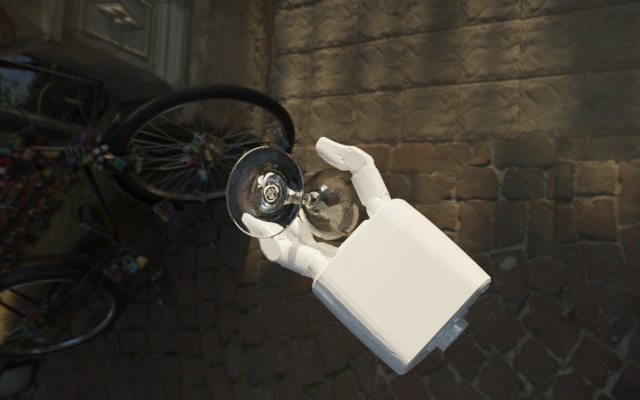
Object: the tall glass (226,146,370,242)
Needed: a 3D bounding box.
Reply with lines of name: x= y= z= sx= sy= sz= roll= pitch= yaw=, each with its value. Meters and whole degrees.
tall glass: x=0.000 y=0.001 z=0.469 sx=0.079 sy=0.079 sz=0.201 roll=0 pitch=-4 yaw=27
